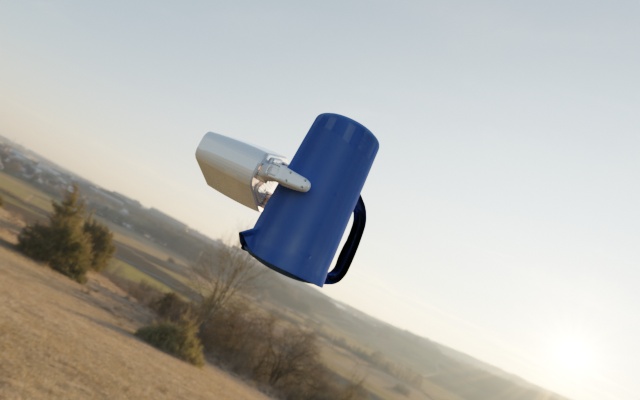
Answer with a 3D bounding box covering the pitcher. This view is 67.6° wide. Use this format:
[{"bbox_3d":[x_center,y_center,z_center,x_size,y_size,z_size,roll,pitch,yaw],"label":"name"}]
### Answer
[{"bbox_3d":[0.000,0.002,0.716,0.145,0.243,0.149,24,-9,16],"label":"pitcher"}]
